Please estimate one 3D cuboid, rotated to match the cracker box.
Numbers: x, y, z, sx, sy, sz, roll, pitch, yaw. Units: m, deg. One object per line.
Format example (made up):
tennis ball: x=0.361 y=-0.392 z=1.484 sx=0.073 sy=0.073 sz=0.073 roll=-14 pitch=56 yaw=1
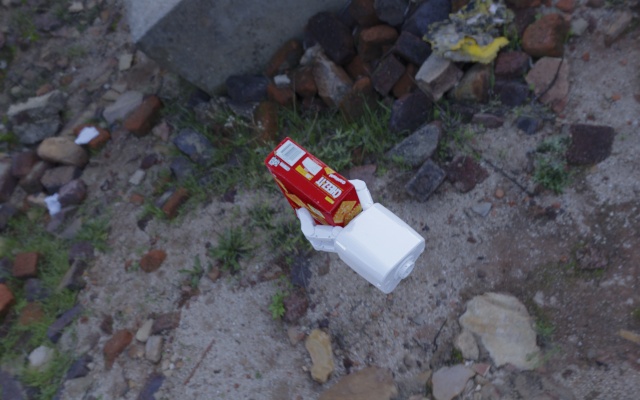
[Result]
cracker box: x=0.000 y=0.003 z=0.872 sx=0.164 sy=0.072 sz=0.214 roll=38 pitch=-13 yaw=27
